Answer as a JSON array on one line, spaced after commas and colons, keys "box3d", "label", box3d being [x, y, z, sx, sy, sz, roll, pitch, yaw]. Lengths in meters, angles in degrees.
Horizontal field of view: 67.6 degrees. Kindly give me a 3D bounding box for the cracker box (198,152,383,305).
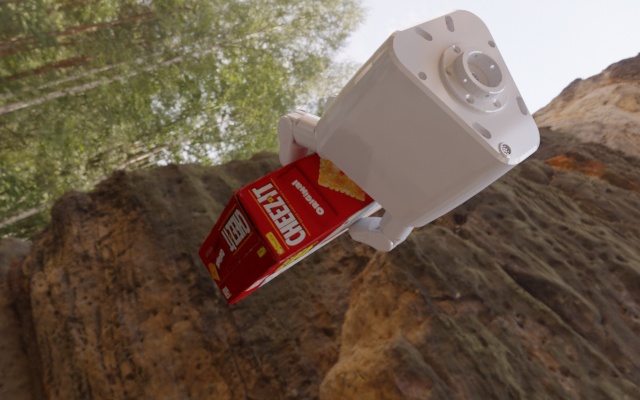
[{"box3d": [0.000, 0.002, 0.461, 0.213, 0.072, 0.164, -30, -8, -32], "label": "cracker box"}]
